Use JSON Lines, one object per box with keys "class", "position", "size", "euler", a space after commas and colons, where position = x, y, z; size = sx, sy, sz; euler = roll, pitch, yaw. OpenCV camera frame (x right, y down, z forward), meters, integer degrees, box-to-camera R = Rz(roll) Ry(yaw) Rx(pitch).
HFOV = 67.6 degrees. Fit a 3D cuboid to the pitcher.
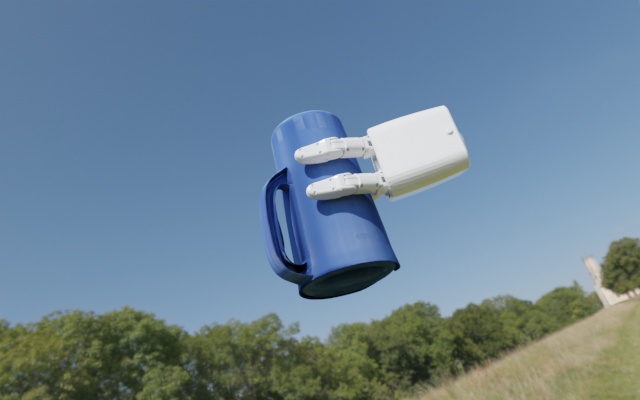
{"class": "pitcher", "position": [0.000, 0.002, 0.642], "size": [0.145, 0.242, 0.149], "euler": [-19, -25, 6]}
